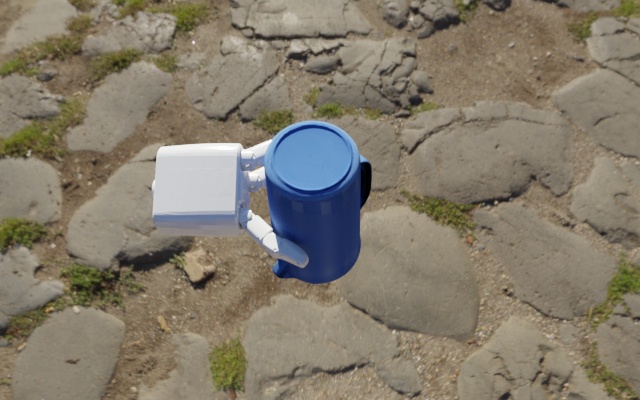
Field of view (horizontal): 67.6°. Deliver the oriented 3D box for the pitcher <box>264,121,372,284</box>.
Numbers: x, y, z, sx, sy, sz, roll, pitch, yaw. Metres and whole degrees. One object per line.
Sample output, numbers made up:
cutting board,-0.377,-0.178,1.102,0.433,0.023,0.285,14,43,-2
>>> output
pitcher,0.000,0.002,0.629,0.145,0.149,0.243,1,-28,2
